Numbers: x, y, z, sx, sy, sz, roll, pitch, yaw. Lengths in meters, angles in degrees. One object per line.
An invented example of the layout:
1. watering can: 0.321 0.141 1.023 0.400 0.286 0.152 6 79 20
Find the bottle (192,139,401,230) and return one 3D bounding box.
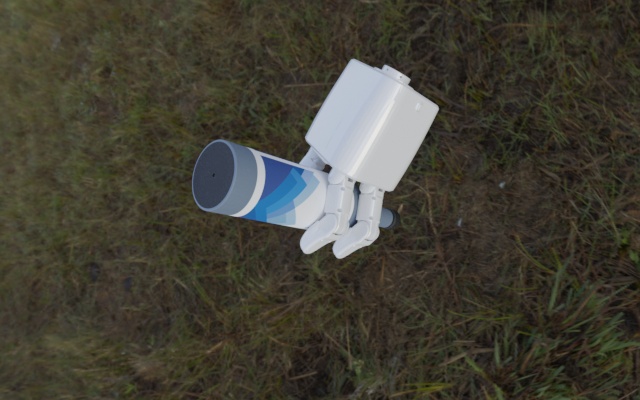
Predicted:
1. bottle: 0.000 0.002 0.538 0.069 0.069 0.296 0 -10 42
